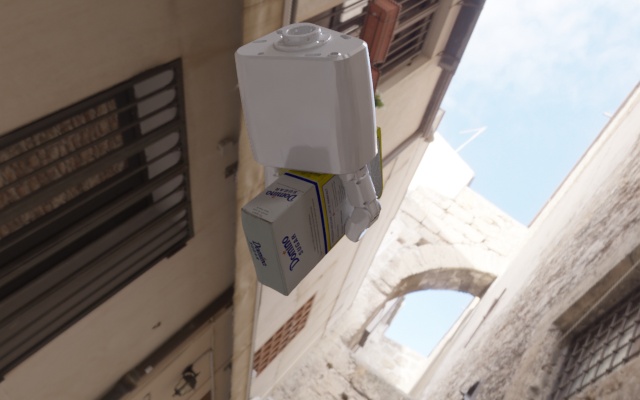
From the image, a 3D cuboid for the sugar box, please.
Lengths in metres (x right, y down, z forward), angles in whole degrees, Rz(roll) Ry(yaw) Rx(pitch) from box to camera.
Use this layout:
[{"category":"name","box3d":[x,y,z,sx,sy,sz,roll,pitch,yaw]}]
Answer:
[{"category":"sugar box","box3d":[0.000,0.001,0.477,0.048,0.093,0.176,22,45,33]}]
